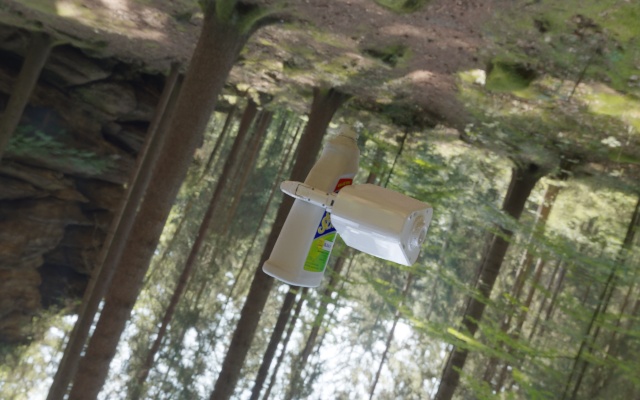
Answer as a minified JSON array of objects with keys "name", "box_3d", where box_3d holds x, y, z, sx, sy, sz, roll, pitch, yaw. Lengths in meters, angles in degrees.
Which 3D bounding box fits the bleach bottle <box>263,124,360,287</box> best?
[{"name":"bleach bottle","box_3d":[0.000,0.002,0.725,0.068,0.251,0.102,19,-2,30]}]
